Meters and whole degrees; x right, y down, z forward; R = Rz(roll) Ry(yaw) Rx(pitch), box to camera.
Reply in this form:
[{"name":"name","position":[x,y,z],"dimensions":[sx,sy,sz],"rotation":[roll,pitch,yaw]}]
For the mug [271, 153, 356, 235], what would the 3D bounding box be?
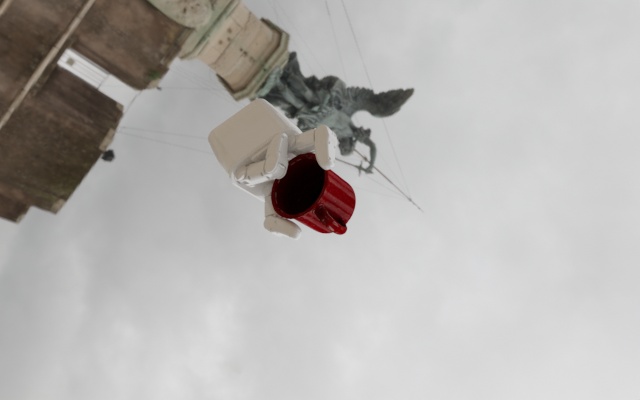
[{"name":"mug","position":[0.001,0.003,0.634],"dimensions":[0.081,0.093,0.117],"rotation":[33,14,-47]}]
